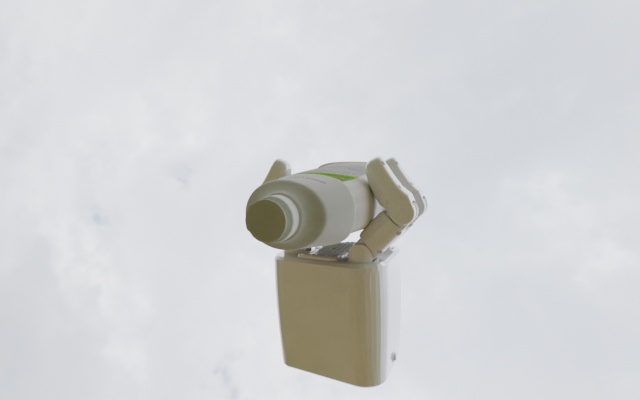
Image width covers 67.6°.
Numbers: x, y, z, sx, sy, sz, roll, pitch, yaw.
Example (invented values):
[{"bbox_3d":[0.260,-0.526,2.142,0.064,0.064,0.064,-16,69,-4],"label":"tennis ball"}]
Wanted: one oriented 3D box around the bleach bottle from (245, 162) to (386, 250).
[{"bbox_3d":[0.000,0.001,0.420,0.102,0.068,0.251,0,5,20],"label":"bleach bottle"}]
